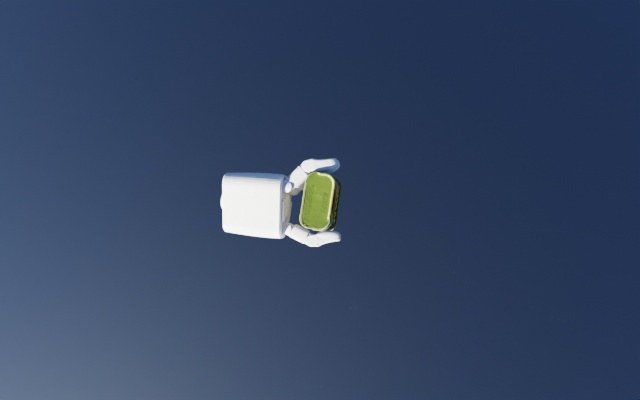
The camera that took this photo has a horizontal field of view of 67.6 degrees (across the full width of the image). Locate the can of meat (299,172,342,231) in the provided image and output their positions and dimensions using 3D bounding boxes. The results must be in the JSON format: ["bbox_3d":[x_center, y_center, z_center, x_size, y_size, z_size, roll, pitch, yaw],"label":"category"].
[{"bbox_3d":[0.000,0.003,0.828,0.057,0.102,0.084,8,-2,9],"label":"can of meat"}]
